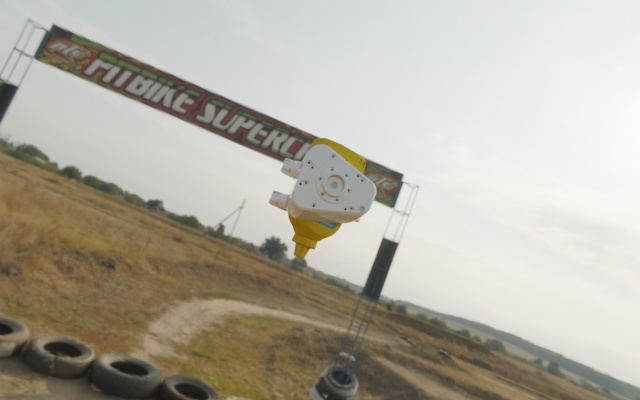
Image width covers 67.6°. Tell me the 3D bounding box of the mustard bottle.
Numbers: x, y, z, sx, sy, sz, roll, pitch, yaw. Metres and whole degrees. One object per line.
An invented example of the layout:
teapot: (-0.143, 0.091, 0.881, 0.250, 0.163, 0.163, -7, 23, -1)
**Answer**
mustard bottle: (0.000, 0.002, 0.775, 0.096, 0.191, 0.058, 26, -10, -28)
